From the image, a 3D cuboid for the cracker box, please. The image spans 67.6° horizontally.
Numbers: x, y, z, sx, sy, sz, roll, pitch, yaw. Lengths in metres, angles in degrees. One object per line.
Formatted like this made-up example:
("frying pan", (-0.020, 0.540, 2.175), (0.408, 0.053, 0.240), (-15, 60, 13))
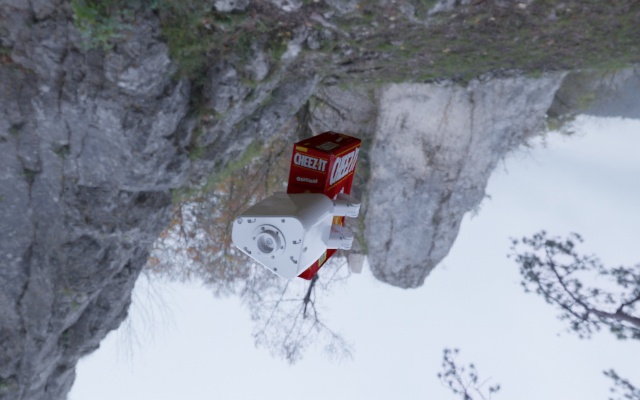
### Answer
("cracker box", (0.000, 0.003, 0.802), (0.072, 0.214, 0.164), (16, 20, 16))
